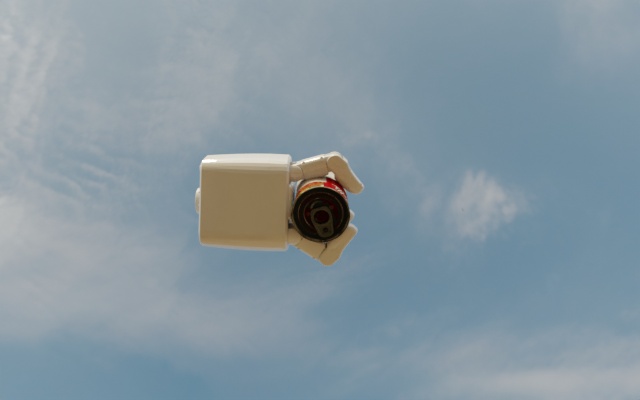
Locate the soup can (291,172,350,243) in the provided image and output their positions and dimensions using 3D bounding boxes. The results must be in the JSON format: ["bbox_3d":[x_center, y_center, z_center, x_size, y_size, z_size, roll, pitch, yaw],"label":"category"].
[{"bbox_3d":[0.001,0.002,0.592,0.068,0.068,0.102,0,17,0],"label":"soup can"}]
